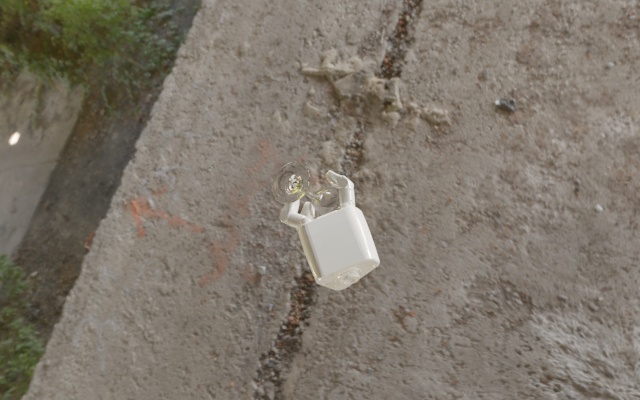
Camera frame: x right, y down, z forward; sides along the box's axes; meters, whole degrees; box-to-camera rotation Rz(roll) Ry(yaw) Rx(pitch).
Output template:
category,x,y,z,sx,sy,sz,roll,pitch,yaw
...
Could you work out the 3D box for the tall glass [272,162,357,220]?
category,x,y,z,sx,sy,sz,roll,pitch,yaw
tall glass,0.000,0.002,0.869,0.079,0.079,0.201,0,-19,32
